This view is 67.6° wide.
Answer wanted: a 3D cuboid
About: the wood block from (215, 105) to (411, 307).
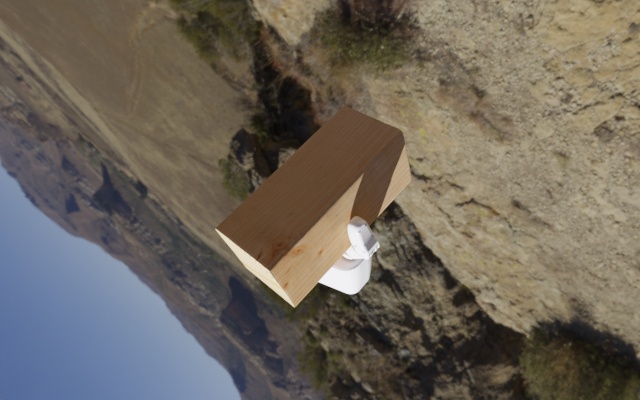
[{"bbox_3d":[0.000,0.002,0.535,0.090,0.206,0.090,32,-21,34],"label":"wood block"}]
